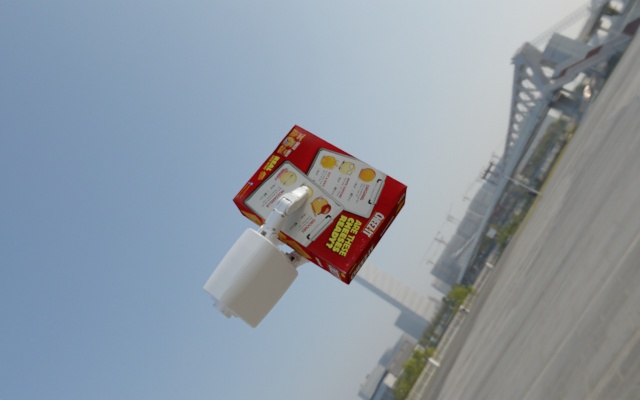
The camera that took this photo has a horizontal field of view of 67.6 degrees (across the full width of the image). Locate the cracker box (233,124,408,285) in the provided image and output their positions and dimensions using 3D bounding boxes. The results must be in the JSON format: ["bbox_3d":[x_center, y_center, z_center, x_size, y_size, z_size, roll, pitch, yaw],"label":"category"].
[{"bbox_3d":[0.000,0.002,0.739,0.213,0.164,0.072,31,-17,20],"label":"cracker box"}]
